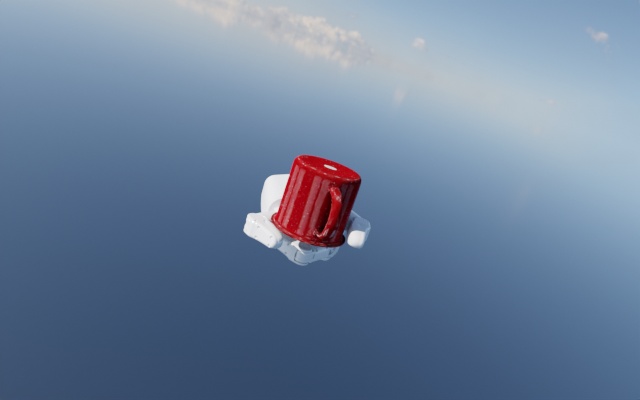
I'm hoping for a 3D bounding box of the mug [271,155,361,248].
[{"bbox_3d":[0.000,0.002,0.544,0.093,0.081,0.117,14,17,-16],"label":"mug"}]
